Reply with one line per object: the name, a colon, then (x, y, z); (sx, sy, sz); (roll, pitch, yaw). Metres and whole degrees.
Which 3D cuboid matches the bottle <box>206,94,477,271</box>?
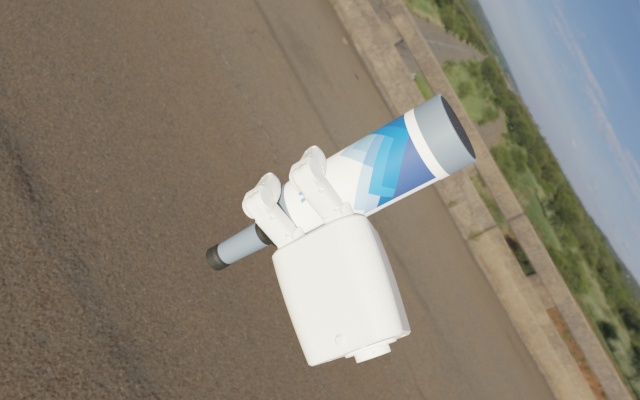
bottle: (0.000, 0.001, 0.468); (0.296, 0.069, 0.069); (-29, -13, 25)
